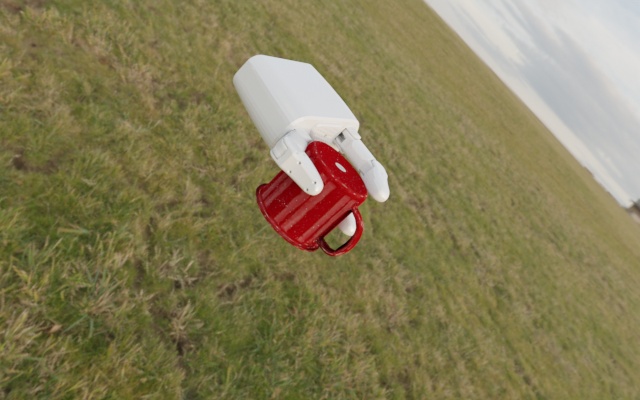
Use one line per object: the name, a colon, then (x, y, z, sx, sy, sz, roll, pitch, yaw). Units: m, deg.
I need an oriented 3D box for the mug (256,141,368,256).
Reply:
mug: (0.001, 0.003, 0.492, 0.081, 0.117, 0.093, -43, -24, 20)
